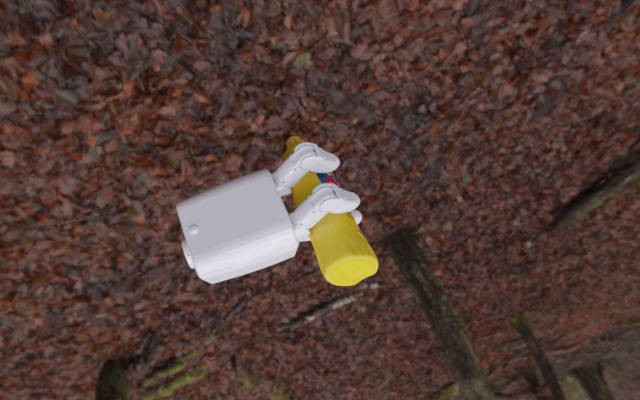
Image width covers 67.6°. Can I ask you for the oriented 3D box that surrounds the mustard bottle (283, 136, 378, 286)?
[{"bbox_3d":[0.000,0.002,0.558,0.058,0.191,0.096,-31,-28,12],"label":"mustard bottle"}]
